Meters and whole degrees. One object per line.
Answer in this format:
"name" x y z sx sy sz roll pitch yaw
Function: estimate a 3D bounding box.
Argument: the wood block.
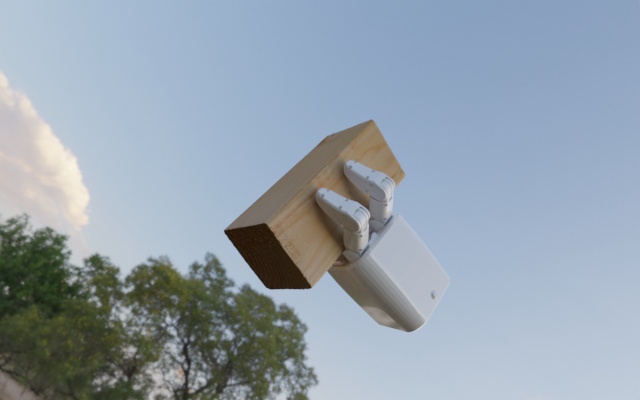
"wood block" 0.000 0.002 0.566 0.091 0.090 0.206 -13 26 50
